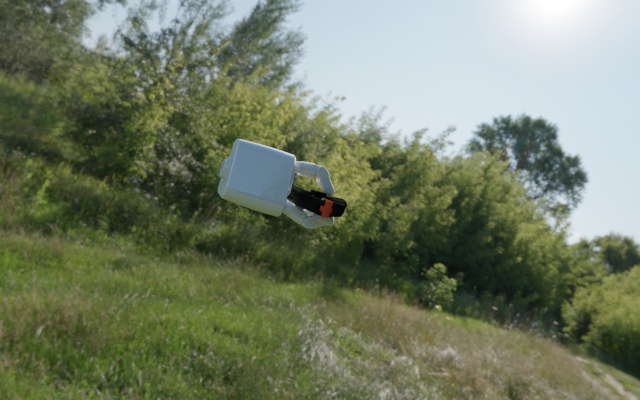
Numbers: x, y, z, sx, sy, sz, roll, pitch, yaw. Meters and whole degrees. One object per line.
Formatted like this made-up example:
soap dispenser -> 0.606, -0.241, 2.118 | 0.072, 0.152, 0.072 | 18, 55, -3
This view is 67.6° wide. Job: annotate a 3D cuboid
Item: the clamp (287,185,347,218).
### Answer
clamp -> 0.000, 0.002, 0.879 | 0.164, 0.036, 0.210 | 14, 5, -20
